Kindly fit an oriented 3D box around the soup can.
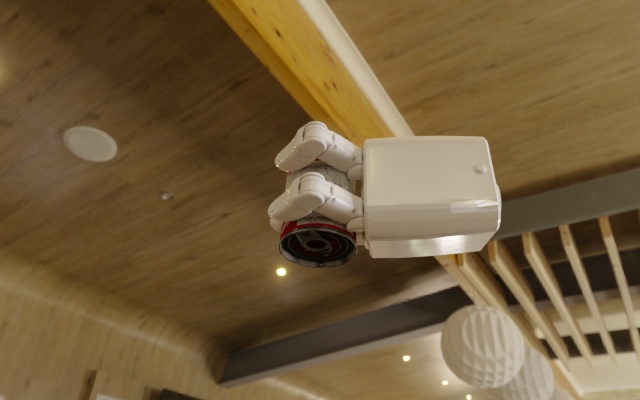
[{"bbox_3d":[0.000,0.001,0.440,0.068,0.102,0.069,2,-35,1],"label":"soup can"}]
